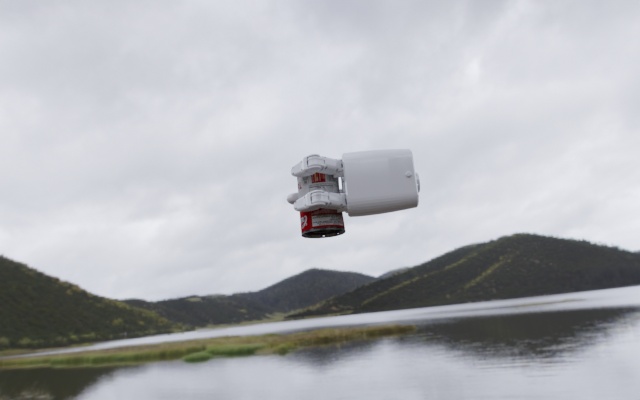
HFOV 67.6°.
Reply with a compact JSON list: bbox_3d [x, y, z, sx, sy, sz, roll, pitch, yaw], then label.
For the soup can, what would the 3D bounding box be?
[{"bbox_3d":[0.000,0.002,0.740,0.068,0.102,0.068,-5,-14,-1],"label":"soup can"}]
